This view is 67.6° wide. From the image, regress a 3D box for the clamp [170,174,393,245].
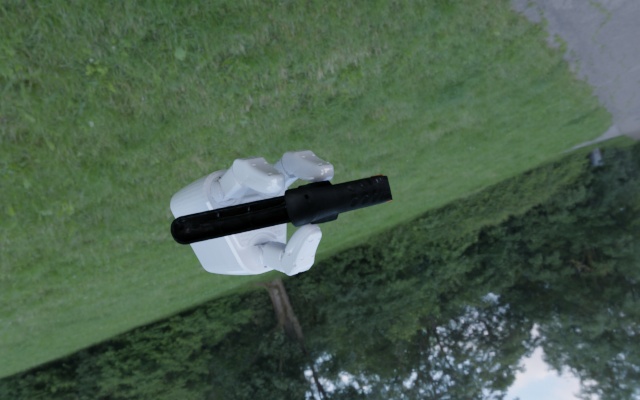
[{"bbox_3d":[0.000,0.002,0.408,0.210,0.036,0.164,-12,1,-38],"label":"clamp"}]
